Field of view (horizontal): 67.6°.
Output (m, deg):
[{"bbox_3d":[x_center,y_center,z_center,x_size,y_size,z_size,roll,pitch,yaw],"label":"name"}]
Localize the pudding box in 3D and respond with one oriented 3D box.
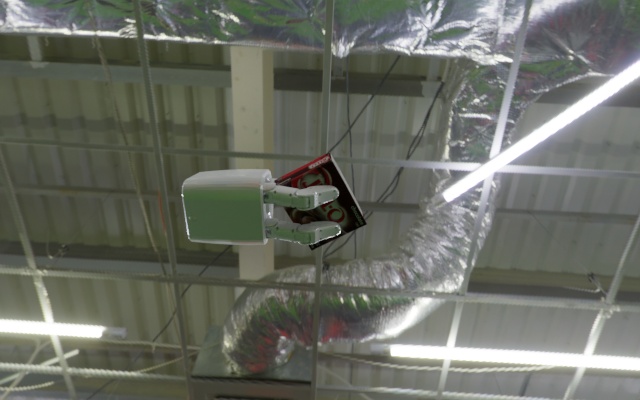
[{"bbox_3d":[0.000,0.002,0.663,0.090,0.113,0.039,-26,26,11],"label":"pudding box"}]
